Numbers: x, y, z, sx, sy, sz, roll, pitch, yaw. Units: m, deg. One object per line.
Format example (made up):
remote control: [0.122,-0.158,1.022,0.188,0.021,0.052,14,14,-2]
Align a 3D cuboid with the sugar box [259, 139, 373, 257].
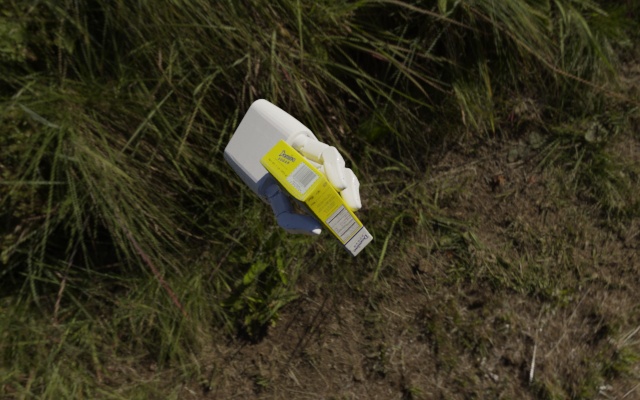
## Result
sugar box: [0.000,0.002,0.624,0.093,0.048,0.176,44,-1,37]
